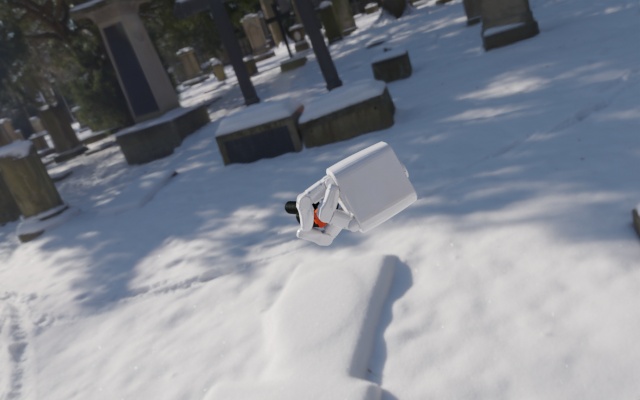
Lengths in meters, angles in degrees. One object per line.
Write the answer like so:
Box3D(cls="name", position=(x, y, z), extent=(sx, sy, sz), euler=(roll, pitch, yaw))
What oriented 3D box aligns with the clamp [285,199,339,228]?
Box3D(cls="clamp", position=(0.000, 0.002, 0.853), extent=(0.120, 0.039, 0.171), euler=(-37, 20, -3))
